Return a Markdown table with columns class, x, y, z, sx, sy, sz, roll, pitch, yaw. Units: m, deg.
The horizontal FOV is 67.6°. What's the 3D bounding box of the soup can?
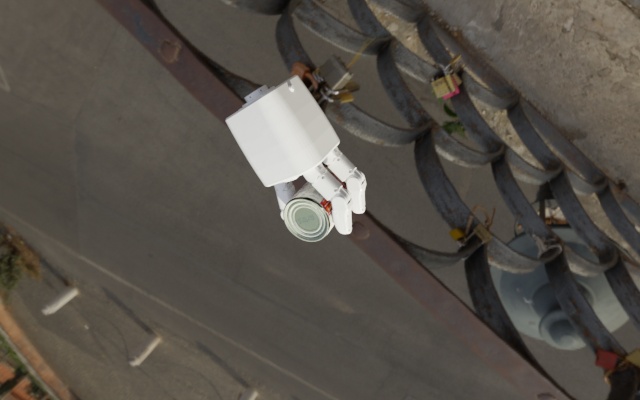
| class | x | y | z | sx | sy | sz | roll | pitch | yaw |
| --- | --- | --- | --- | --- | --- | --- | --- | --- | --- |
| soup can | 0.000 | 0.003 | 0.655 | 0.068 | 0.068 | 0.102 | 0 | 28 | 25 |
